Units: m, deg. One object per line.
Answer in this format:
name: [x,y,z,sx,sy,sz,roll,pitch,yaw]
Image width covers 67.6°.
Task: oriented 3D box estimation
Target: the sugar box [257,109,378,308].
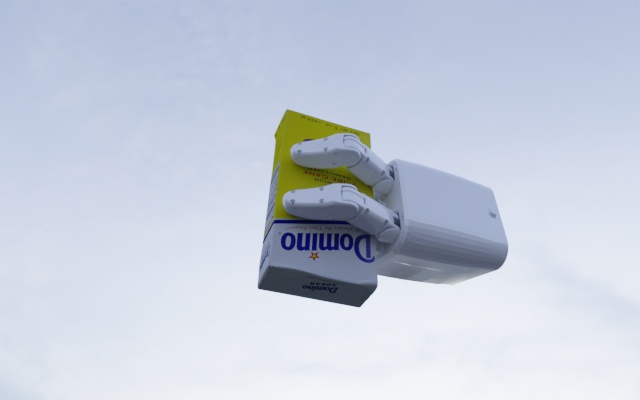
sugar box: [0.000,0.001,0.430,0.093,0.176,0.048,13,-42,-15]
